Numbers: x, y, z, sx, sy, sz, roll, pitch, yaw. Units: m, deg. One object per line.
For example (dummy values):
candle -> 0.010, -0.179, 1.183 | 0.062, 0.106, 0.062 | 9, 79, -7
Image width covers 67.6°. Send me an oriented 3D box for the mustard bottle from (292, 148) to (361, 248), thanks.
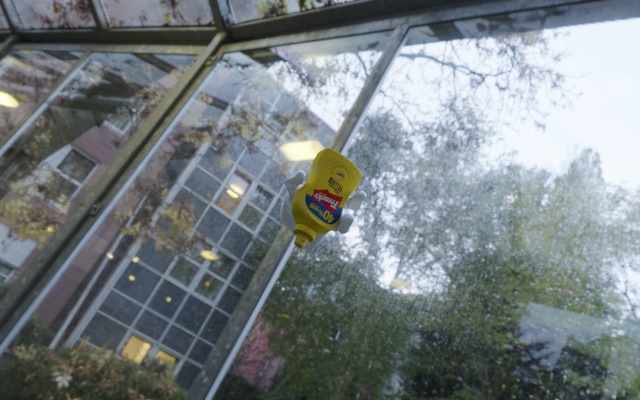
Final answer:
mustard bottle -> 0.000, 0.003, 0.878 | 0.096, 0.191, 0.058 | 38, -27, -21
